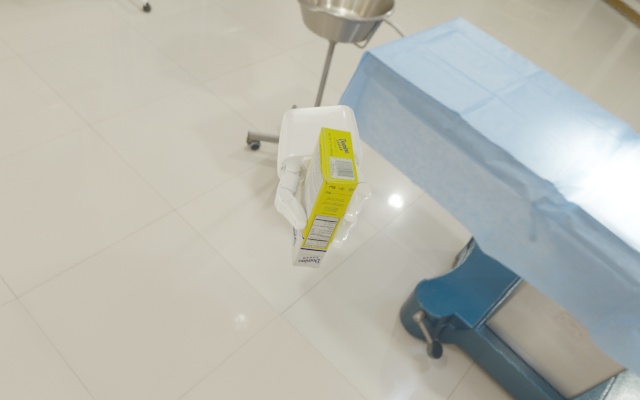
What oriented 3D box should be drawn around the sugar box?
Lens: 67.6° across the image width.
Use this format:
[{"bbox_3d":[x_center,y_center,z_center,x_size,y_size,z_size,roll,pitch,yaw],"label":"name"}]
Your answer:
[{"bbox_3d":[0.001,0.002,0.626,0.048,0.093,0.176,6,-42,-11],"label":"sugar box"}]
